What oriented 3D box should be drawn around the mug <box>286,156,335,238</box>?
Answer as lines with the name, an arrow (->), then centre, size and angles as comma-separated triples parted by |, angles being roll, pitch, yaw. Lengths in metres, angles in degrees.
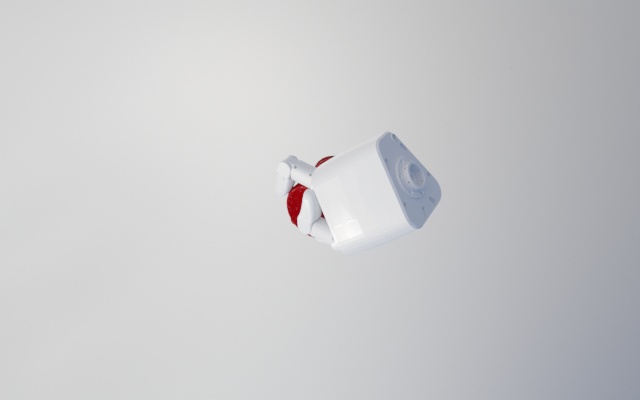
mug -> -0.001, 0.003, 0.651 | 0.117, 0.093, 0.081 | -28, 10, 43
